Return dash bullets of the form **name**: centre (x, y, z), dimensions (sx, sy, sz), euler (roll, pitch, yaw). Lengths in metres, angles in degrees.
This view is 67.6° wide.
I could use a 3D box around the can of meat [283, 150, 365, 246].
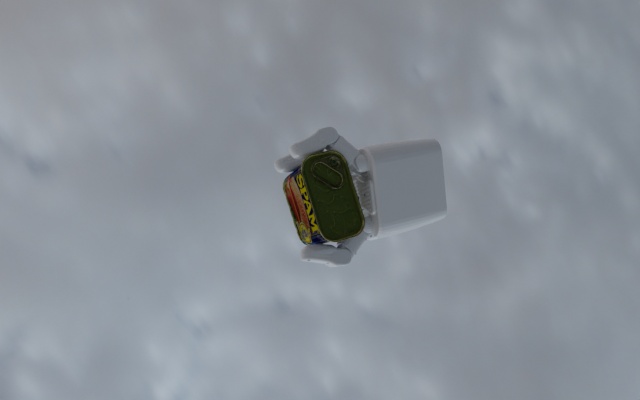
- **can of meat**: centre (0.000, 0.002, 0.566), dimensions (0.057, 0.102, 0.084), euler (-15, -5, -23)
